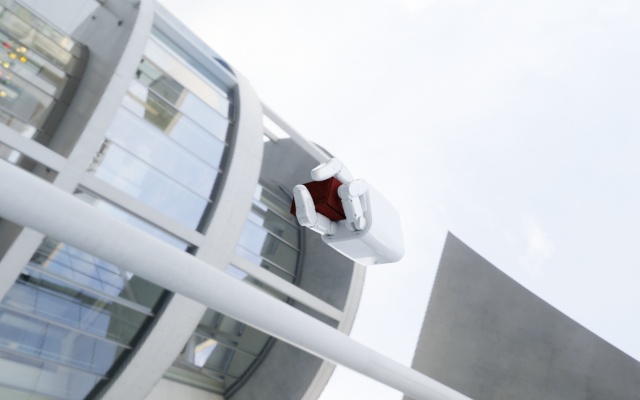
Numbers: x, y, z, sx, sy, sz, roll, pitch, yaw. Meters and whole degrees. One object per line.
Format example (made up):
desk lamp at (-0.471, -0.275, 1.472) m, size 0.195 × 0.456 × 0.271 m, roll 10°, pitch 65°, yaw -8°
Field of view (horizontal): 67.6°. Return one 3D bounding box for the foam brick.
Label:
foam brick at (0.000, 0.002, 0.746) m, size 0.078 × 0.053 × 0.051 m, roll -13°, pitch -37°, yaw 40°
